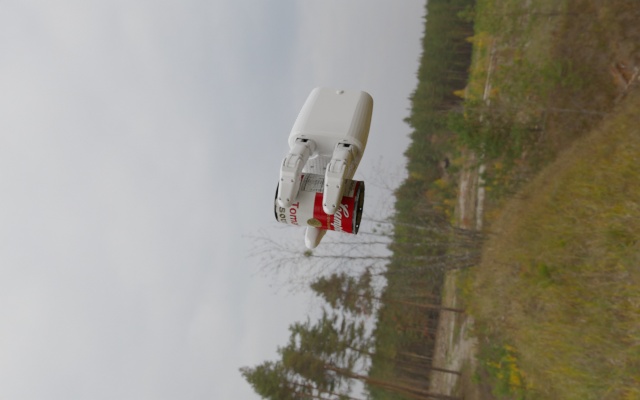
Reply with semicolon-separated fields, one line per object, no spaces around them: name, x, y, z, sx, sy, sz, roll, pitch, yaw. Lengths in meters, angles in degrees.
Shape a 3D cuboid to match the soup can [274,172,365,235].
soup can;0.000;0.002;0.600;0.102;0.068;0.068;8;2;11
